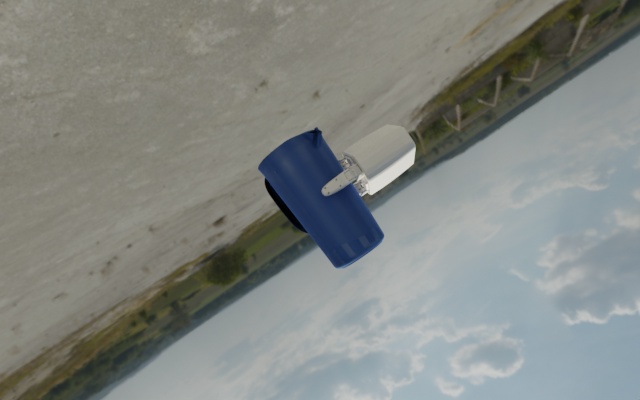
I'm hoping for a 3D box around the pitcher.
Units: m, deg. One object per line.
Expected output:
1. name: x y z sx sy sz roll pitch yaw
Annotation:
1. pitcher: 0.000 0.003 0.873 0.145 0.243 0.149 -34 -3 -2
